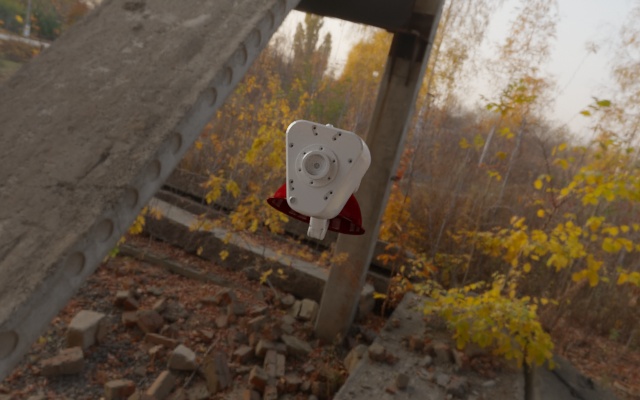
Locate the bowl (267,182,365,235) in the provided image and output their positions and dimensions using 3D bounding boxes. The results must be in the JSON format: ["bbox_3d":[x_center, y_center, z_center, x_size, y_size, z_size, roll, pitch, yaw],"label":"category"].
[{"bbox_3d":[0.000,0.002,0.751,0.162,0.055,0.162,18,-13,4],"label":"bowl"}]
